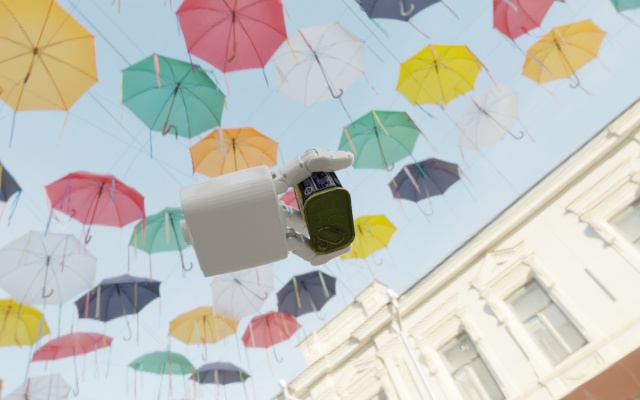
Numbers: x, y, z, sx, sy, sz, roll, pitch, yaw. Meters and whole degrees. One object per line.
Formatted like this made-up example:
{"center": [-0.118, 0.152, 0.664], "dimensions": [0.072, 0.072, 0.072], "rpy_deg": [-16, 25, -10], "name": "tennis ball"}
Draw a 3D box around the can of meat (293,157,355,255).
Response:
{"center": [0.000, 0.002, 0.596], "dimensions": [0.057, 0.102, 0.084], "rpy_deg": [-18, 43, -8], "name": "can of meat"}
